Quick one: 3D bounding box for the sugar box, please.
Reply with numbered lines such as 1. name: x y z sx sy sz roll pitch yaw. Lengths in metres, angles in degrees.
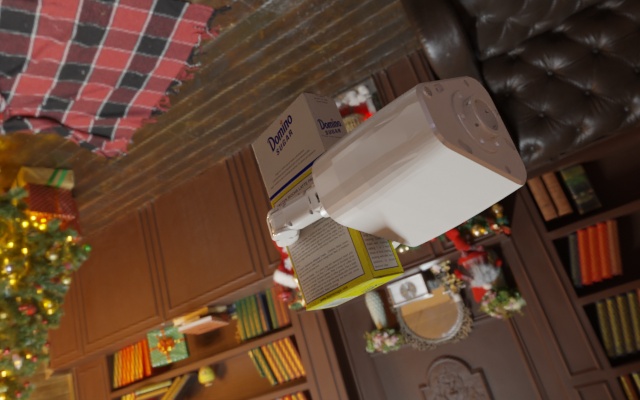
1. sugar box: 0.001 0.001 0.433 0.048 0.176 0.093 1 -27 -43
